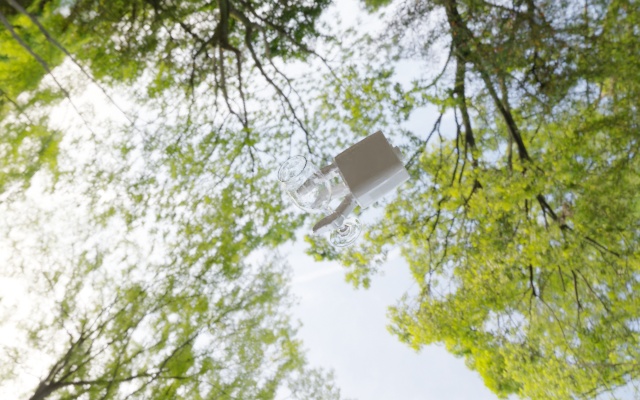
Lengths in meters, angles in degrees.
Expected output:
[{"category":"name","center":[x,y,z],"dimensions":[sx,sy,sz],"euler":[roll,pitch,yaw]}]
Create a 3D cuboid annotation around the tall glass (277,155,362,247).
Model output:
[{"category":"tall glass","center":[0.000,0.003,0.900],"dimensions":[0.079,0.079,0.201],"euler":[0,-37,40]}]
